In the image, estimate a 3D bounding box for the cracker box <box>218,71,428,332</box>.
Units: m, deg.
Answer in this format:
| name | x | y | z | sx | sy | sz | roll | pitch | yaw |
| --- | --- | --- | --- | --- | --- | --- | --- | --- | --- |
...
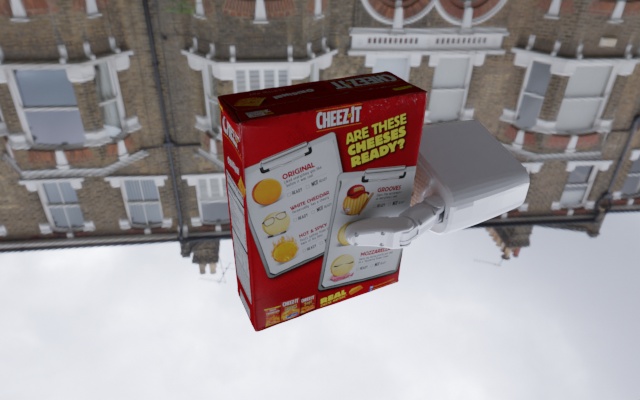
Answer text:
| name | x | y | z | sx | sy | sz | roll | pitch | yaw |
| --- | --- | --- | --- | --- | --- | --- | --- | --- | --- |
| cracker box | 0.000 | 0.002 | 0.442 | 0.164 | 0.214 | 0.072 | -14 | 36 | -22 |
